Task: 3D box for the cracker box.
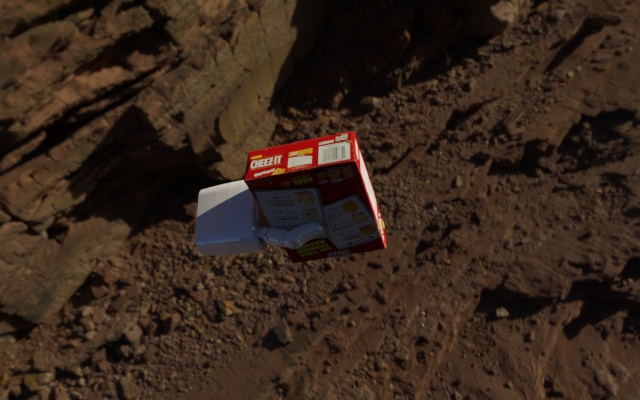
[{"bbox_3d":[0.000,0.002,0.742,0.164,0.072,0.214,-10,-42,13],"label":"cracker box"}]
